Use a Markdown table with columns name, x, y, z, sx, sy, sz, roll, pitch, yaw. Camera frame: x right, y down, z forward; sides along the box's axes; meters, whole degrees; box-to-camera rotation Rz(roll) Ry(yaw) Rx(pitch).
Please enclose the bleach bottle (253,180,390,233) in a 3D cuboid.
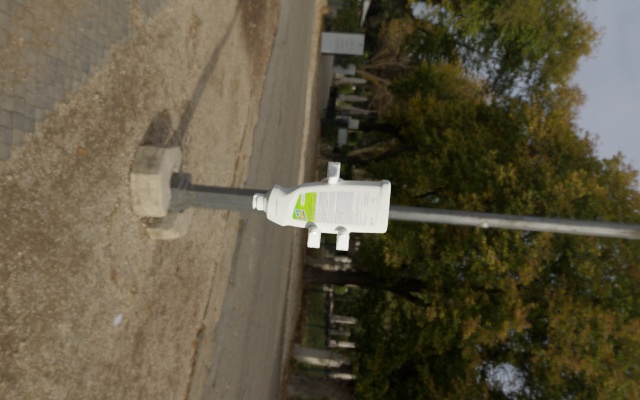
| name | x | y | z | sx | sy | sz | roll | pitch | yaw |
| --- | --- | --- | --- | --- | --- | --- | --- | --- | --- |
| bleach bottle | 0.000 | 0.003 | 0.896 | 0.251 | 0.102 | 0.068 | 5 | 2 | 3 |
